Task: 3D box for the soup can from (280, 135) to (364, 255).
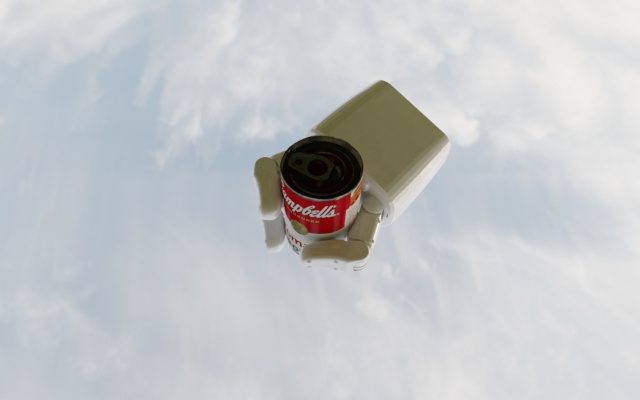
[{"bbox_3d":[0.000,0.002,0.425,0.068,0.068,0.102,0,-36,-2],"label":"soup can"}]
